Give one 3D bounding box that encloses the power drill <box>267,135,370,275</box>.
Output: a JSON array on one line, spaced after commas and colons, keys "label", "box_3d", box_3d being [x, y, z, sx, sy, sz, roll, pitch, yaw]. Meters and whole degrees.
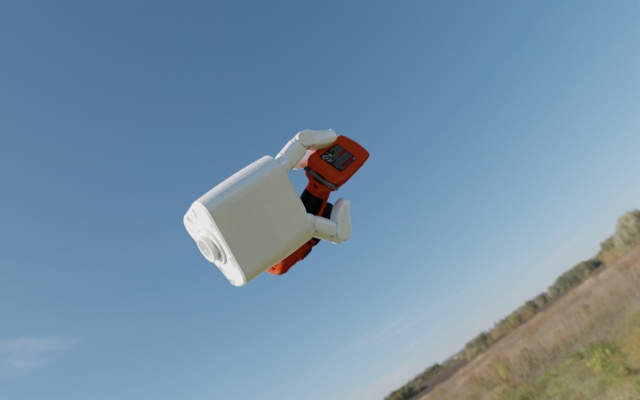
[{"label": "power drill", "box_3d": [0.000, 0.002, 0.678, 0.057, 0.188, 0.184, 33, 36, 9]}]
